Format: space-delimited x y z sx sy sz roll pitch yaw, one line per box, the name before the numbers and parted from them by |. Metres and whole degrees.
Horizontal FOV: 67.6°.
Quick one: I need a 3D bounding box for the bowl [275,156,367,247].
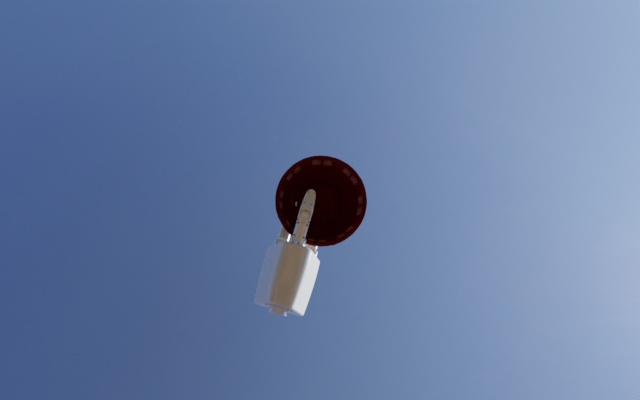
bowl | 0.001 0.002 0.863 0.162 0.162 0.055 0 -6 -3
